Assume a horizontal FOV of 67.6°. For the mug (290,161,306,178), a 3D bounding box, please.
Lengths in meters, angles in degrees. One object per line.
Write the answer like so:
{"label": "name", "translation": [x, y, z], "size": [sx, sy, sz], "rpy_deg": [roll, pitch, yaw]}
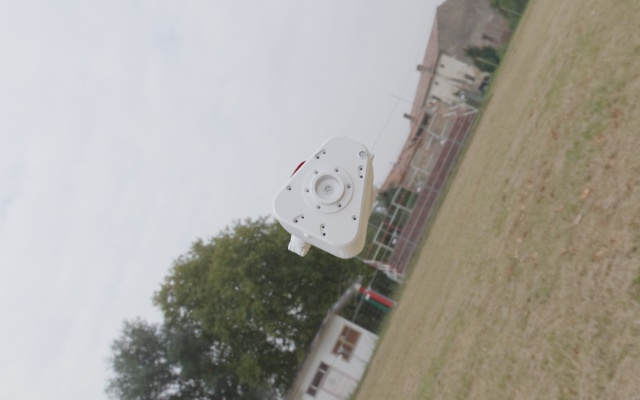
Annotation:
{"label": "mug", "translation": [0.000, 0.002, 0.631], "size": [0.081, 0.093, 0.117], "rpy_deg": [25, -8, 9]}
